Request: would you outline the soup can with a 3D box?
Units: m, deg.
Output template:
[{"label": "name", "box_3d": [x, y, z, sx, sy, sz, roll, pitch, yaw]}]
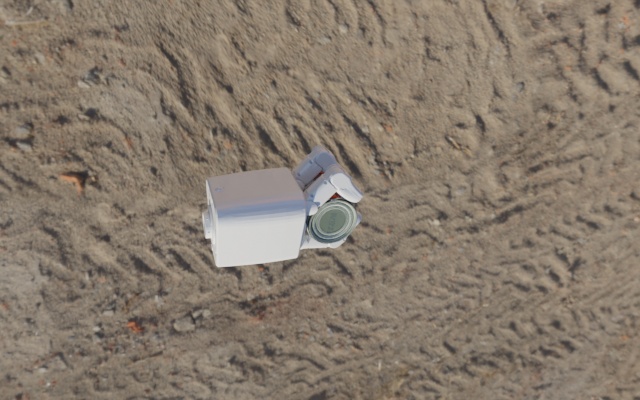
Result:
[{"label": "soup can", "box_3d": [0.001, 0.002, 0.634, 0.068, 0.068, 0.102, 0, 30, -21]}]
